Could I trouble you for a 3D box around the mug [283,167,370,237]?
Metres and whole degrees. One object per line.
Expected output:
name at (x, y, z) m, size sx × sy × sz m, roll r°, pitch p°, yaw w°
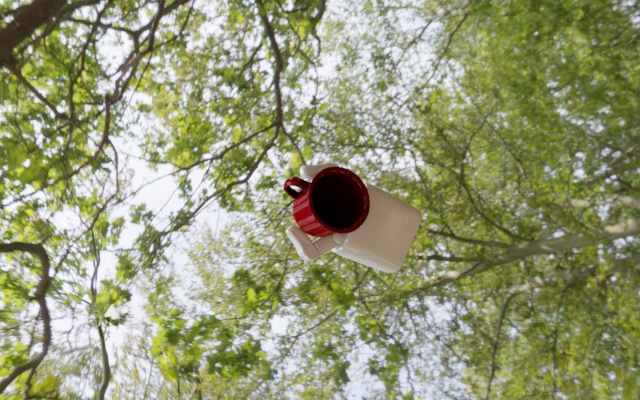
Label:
mug at (-0.001, 0.002, 0.675) m, size 0.117 × 0.093 × 0.081 m, roll 26°, pitch -22°, yaw -17°
